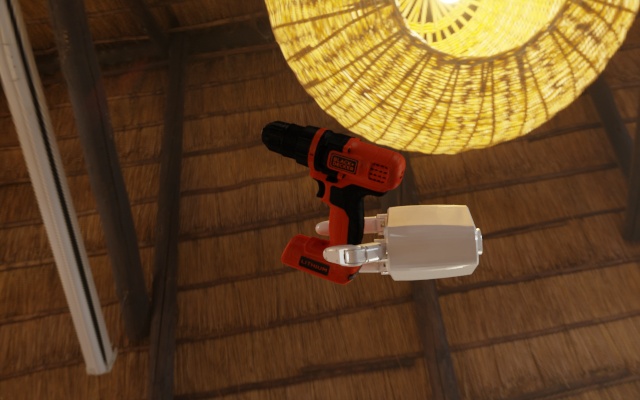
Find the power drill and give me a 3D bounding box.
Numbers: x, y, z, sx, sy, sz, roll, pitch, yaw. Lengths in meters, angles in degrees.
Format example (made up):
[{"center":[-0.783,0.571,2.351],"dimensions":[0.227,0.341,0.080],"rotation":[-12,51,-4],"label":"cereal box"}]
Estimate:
[{"center":[0.000,0.002,0.607],"dimensions":[0.184,0.188,0.057],"rotation":[19,28,17],"label":"power drill"}]
